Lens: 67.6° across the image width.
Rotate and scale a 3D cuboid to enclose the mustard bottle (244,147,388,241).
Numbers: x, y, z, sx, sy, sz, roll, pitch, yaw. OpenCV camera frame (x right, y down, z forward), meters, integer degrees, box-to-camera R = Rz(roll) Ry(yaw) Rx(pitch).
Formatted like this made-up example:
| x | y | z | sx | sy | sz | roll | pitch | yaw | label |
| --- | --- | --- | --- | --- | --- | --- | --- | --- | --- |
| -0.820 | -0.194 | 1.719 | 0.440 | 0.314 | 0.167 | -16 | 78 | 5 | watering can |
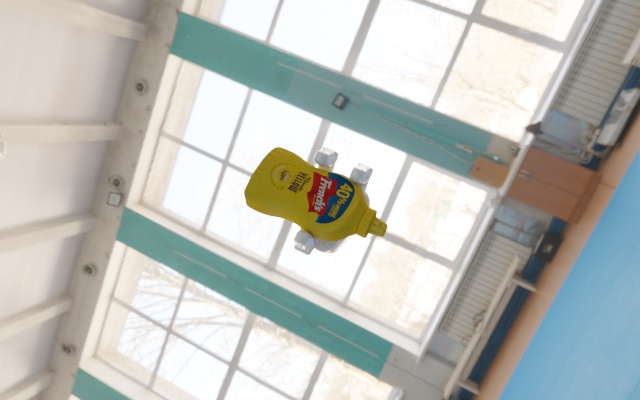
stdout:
| x | y | z | sx | sy | sz | roll | pitch | yaw | label |
| --- | --- | --- | --- | --- | --- | --- | --- | --- | --- |
| 0.000 | 0.002 | 0.645 | 0.191 | 0.096 | 0.058 | 25 | -30 | 12 | mustard bottle |
